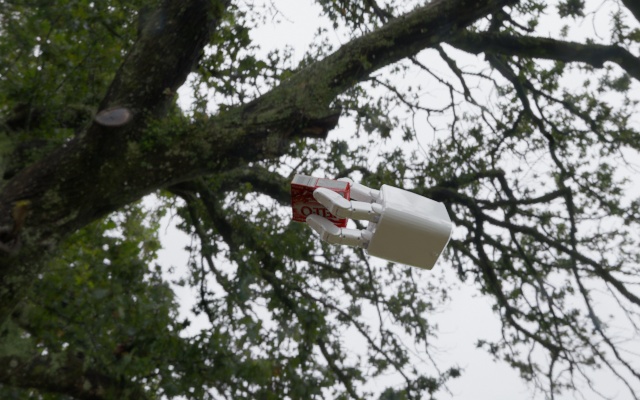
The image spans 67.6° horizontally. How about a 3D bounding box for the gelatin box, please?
[{"bbox_3d":[0.000,0.002,0.734,0.089,0.073,0.030,9,38,12],"label":"gelatin box"}]
